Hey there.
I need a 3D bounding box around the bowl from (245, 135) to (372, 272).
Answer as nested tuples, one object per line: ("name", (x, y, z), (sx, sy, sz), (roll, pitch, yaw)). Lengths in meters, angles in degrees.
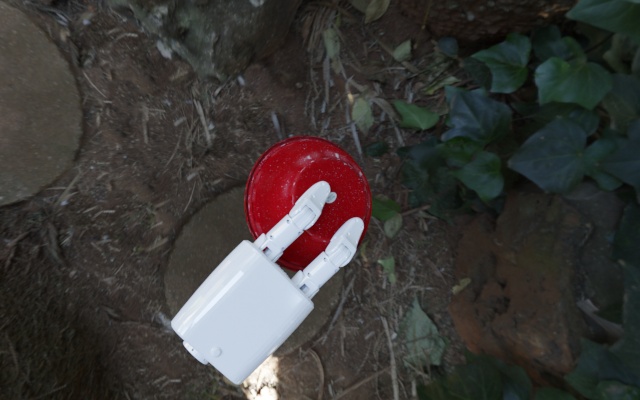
("bowl", (0.001, 0.001, 0.535), (0.162, 0.162, 0.055), (0, -5, -26))
